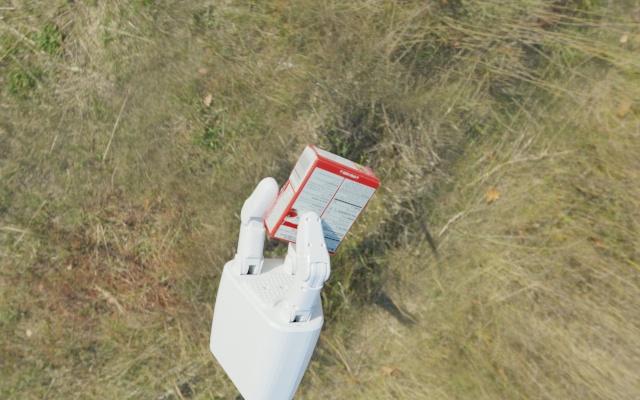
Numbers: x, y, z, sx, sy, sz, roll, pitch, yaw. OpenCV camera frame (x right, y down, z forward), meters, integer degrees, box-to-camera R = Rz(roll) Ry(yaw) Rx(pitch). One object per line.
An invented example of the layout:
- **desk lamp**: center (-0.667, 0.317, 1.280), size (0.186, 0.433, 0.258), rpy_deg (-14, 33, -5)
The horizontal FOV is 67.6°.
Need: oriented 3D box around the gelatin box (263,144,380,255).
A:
- **gelatin box**: center (0.000, 0.001, 0.436), size (0.073, 0.089, 0.030), rpy_deg (18, 25, -33)
